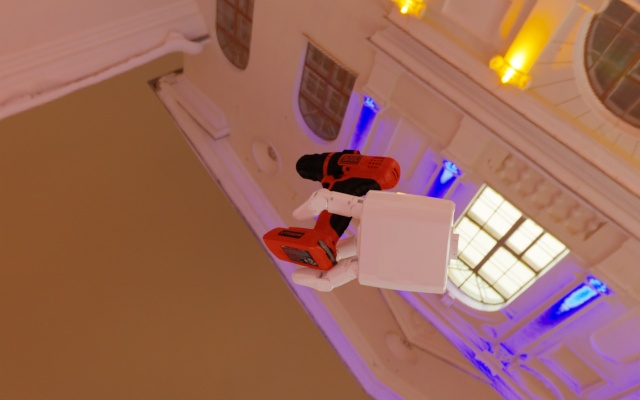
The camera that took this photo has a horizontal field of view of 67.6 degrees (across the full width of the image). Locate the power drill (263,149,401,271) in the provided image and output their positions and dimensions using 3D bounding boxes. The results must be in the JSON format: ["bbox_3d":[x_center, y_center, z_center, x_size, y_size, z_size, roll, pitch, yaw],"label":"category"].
[{"bbox_3d":[0.000,0.003,0.680,0.184,0.187,0.057,6,-37,42],"label":"power drill"}]
